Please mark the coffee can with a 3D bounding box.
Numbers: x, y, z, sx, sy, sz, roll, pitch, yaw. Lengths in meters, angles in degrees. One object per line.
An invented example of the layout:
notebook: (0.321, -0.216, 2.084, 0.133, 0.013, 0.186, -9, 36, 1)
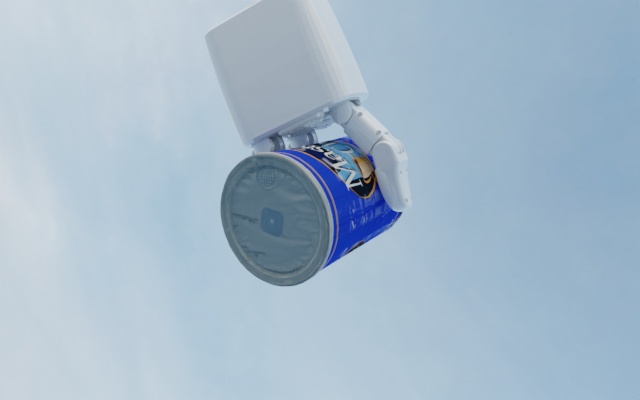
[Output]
coffee can: (0.000, 0.002, 0.411, 0.103, 0.103, 0.140, 0, 12, 33)
